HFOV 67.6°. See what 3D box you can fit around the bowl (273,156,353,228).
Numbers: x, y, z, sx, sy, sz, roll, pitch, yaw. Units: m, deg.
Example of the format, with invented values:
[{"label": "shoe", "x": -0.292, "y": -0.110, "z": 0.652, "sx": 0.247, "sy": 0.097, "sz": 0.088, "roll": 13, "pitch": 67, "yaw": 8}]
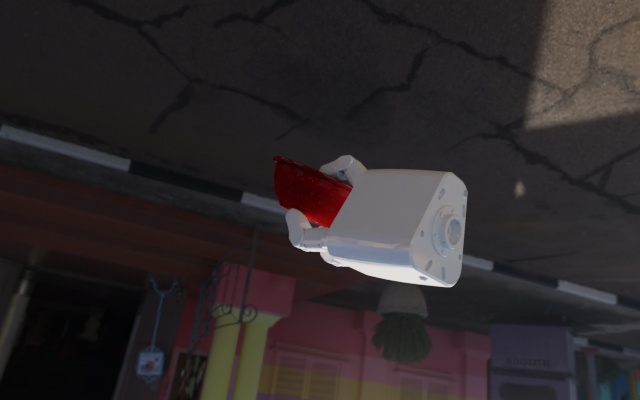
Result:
[{"label": "bowl", "x": -0.001, "y": 0.002, "z": 0.619, "sx": 0.162, "sy": 0.055, "sz": 0.162, "roll": 26, "pitch": -3, "yaw": 2}]
